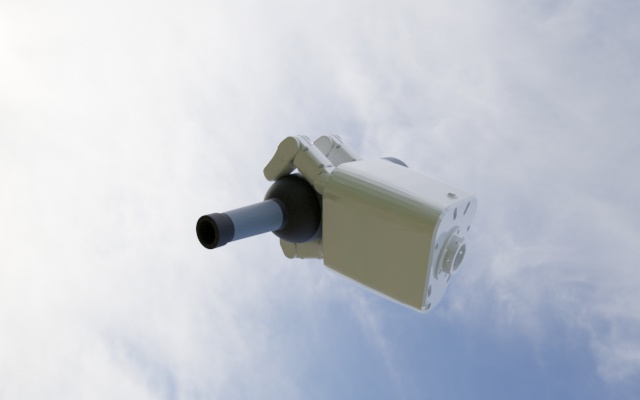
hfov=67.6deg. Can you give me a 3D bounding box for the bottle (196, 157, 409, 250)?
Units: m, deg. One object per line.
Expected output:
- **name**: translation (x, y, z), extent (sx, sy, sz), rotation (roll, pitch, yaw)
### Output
- **bottle**: translation (0.000, 0.002, 0.481), extent (0.069, 0.069, 0.295), rotation (0, 9, 37)
